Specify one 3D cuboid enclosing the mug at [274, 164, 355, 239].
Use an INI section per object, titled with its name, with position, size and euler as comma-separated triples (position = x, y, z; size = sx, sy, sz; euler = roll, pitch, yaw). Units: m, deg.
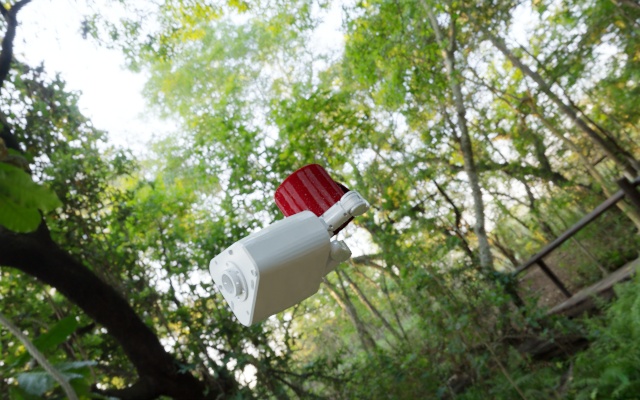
[mug]
position = 0.001, 0.002, 0.648
size = 0.117, 0.081, 0.093
euler = -22, -24, -40
